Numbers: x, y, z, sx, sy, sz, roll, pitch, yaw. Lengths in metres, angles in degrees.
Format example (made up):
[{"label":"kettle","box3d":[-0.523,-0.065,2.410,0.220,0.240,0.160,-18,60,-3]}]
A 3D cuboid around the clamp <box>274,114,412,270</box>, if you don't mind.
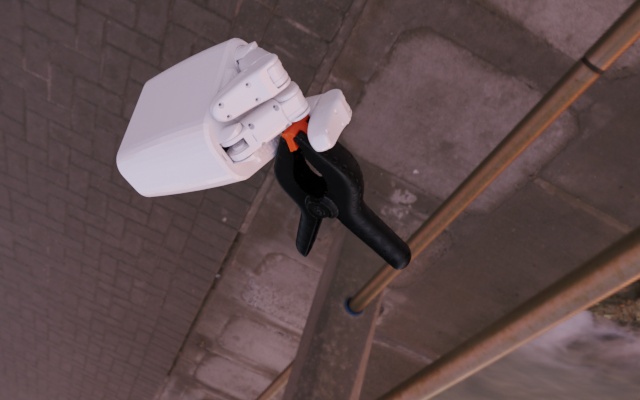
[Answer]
[{"label":"clamp","box3d":[0.000,0.002,0.427,0.120,0.171,0.039,-8,37,32]}]
